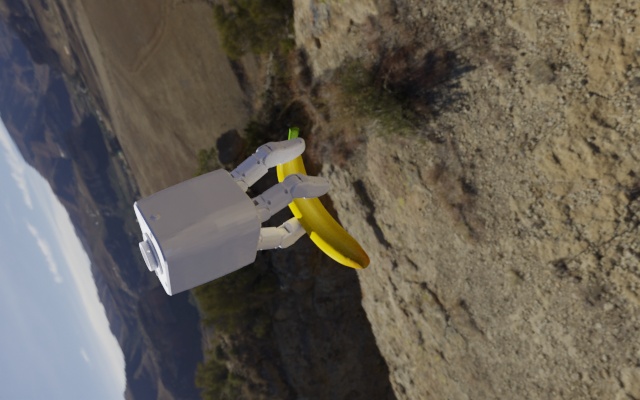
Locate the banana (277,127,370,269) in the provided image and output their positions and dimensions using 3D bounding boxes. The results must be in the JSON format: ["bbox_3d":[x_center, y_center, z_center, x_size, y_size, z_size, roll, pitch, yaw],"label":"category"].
[{"bbox_3d":[-0.008,0.008,0.587,0.037,0.197,0.070,-20,-19,-30],"label":"banana"}]
